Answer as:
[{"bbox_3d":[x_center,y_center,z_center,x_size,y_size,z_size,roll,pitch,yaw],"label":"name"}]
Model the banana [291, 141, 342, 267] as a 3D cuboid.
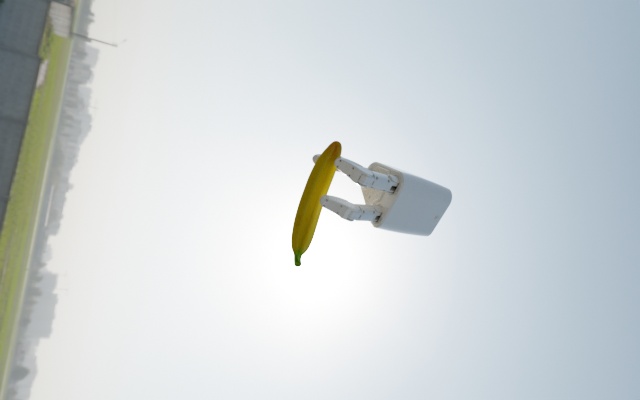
[{"bbox_3d":[-0.008,0.003,0.742,0.037,0.198,0.069,16,2,-24],"label":"banana"}]
